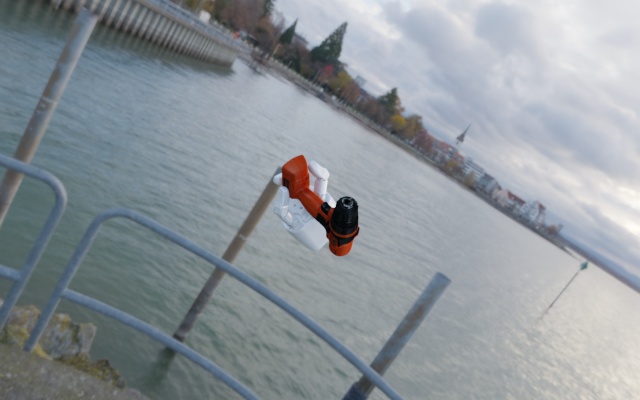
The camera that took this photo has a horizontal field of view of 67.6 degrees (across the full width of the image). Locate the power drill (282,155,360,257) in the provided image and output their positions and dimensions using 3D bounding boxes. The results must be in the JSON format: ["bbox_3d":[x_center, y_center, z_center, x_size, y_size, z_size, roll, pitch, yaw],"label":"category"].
[{"bbox_3d":[0.000,0.003,0.899,0.057,0.187,0.185,-31,-25,-21],"label":"power drill"}]
